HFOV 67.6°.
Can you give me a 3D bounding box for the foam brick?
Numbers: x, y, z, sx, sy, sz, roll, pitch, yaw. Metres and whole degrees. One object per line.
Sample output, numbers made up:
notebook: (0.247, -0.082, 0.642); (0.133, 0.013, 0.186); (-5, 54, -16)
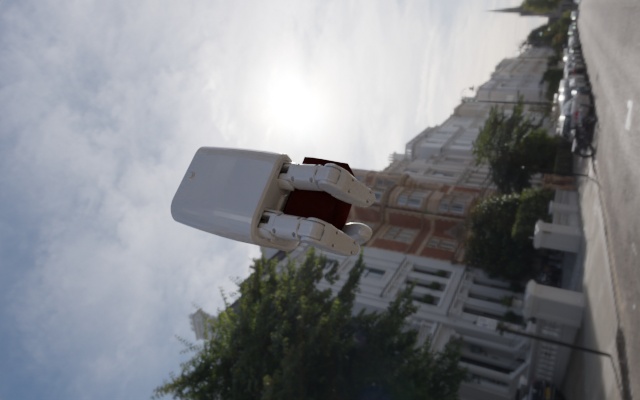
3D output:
foam brick: (0.000, 0.001, 0.497); (0.051, 0.078, 0.053); (11, -23, 22)
